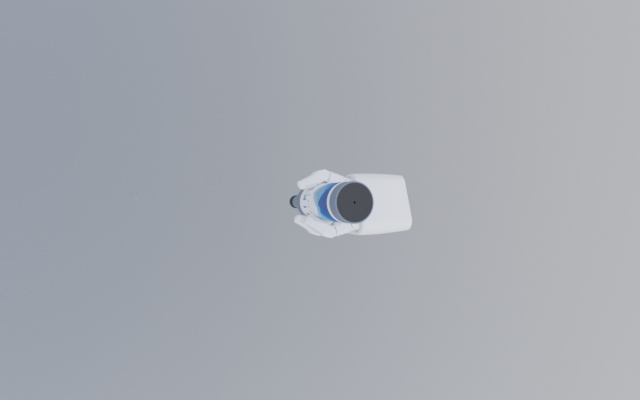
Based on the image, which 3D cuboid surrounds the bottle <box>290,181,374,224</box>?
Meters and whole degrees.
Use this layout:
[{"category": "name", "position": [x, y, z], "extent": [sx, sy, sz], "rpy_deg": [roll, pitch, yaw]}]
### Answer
[{"category": "bottle", "position": [0.000, 0.003, 0.872], "extent": [0.069, 0.069, 0.295], "rpy_deg": [0, 0, -21]}]
